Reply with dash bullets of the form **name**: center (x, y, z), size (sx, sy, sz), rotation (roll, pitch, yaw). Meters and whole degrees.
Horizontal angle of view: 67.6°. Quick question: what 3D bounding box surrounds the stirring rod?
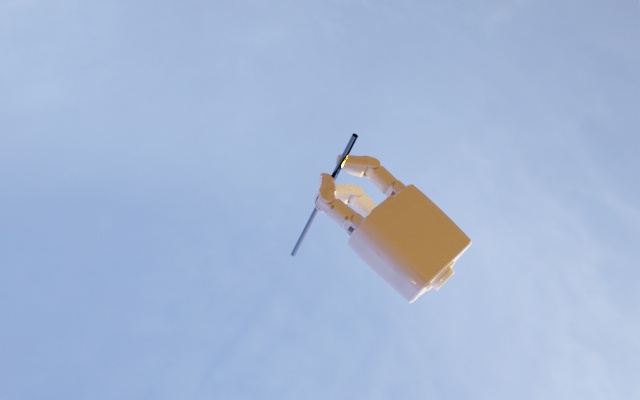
- **stirring rod**: center (0.000, 0.002, 0.657), size (0.011, 0.011, 0.240), rotation (0, -42, -28)
